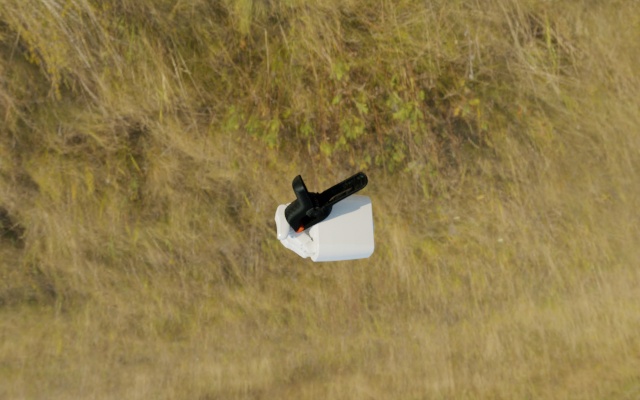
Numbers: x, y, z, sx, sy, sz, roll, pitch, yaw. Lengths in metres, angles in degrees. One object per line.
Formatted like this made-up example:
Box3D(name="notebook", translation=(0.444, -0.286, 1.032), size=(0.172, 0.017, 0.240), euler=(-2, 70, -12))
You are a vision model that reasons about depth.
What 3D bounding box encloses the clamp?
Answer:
Box3D(name="clamp", translation=(0.000, 0.003, 0.752), size=(0.120, 0.039, 0.171), euler=(-2, -24, -17))
